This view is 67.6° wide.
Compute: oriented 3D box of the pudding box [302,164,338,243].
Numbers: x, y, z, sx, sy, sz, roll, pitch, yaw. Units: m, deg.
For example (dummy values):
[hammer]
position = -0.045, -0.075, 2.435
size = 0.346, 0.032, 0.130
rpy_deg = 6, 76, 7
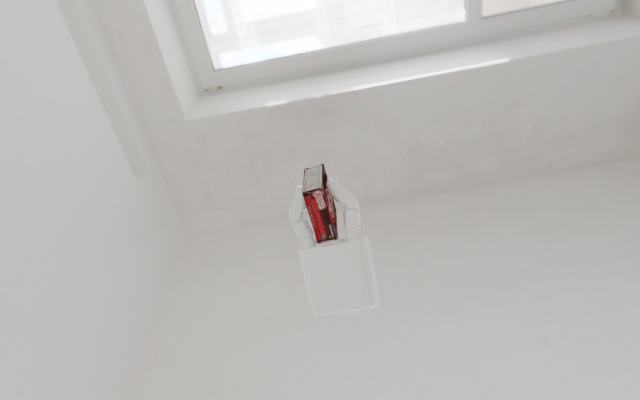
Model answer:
[pudding box]
position = 0.000, 0.003, 0.762
size = 0.039, 0.090, 0.113
rpy_deg = -13, 23, 4
